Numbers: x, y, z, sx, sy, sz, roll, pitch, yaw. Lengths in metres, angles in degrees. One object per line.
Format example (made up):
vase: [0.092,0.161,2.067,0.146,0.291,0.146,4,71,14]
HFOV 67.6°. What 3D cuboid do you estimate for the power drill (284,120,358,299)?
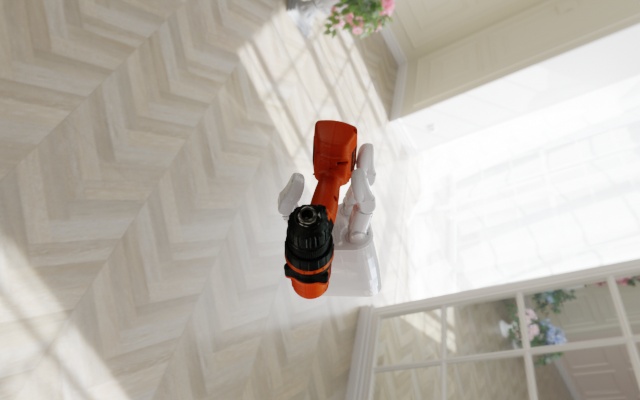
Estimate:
power drill: [0.000,0.002,0.546,0.057,0.187,0.184,12,-30,5]
